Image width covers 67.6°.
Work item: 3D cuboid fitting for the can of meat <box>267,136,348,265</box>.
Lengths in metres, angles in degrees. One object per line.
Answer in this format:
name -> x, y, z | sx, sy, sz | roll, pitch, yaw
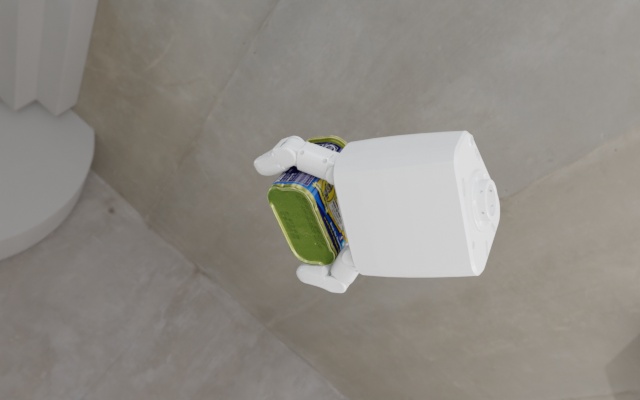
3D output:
can of meat -> 0.000, 0.002, 0.473 | 0.057, 0.102, 0.084 | 0, 37, 34
